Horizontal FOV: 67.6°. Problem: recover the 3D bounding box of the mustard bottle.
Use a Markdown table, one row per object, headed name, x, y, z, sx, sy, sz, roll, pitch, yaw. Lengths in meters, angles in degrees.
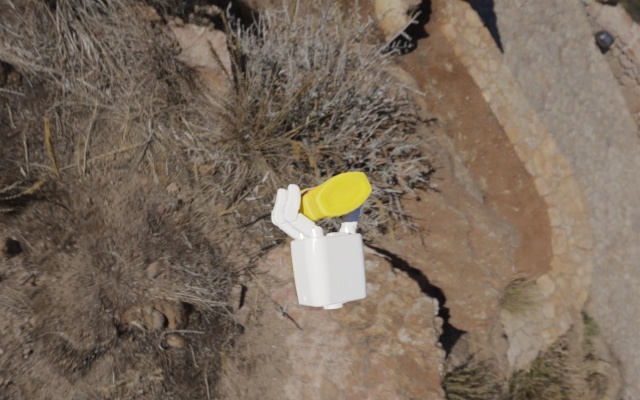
| name | x | y | z | sx | sy | sz | roll | pitch | yaw |
| --- | --- | --- | --- | --- | --- | --- | --- | --- | --- |
| mustard bottle | 0.000 | 0.002 | 0.783 | 0.096 | 0.058 | 0.191 | -29 | 4 | -24 |
